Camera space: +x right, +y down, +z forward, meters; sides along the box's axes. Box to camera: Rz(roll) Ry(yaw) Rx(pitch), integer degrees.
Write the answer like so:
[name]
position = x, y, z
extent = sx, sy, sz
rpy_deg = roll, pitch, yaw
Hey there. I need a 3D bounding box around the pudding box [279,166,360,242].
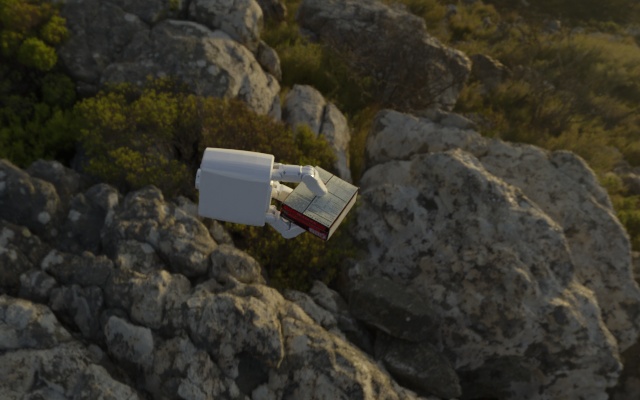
[pudding box]
position = 0.000, 0.002, 0.783
extent = 0.090, 0.039, 0.113
rpy_deg = 29, 51, 12
